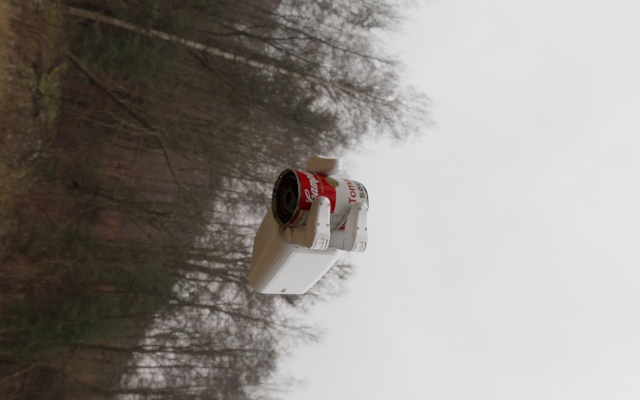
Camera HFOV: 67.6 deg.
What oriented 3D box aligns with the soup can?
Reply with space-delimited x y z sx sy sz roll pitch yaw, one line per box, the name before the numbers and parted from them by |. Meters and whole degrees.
soup can | 0.001 0.002 0.590 0.102 0.068 0.068 8 -4 -31
